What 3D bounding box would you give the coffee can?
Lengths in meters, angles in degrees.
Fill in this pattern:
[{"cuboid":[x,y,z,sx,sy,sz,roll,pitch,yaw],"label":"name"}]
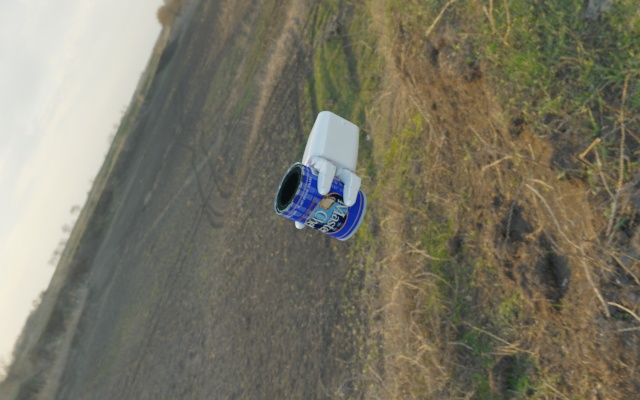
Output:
[{"cuboid":[0.000,0.003,0.885,0.140,0.103,0.103,24,-10,-24],"label":"coffee can"}]
